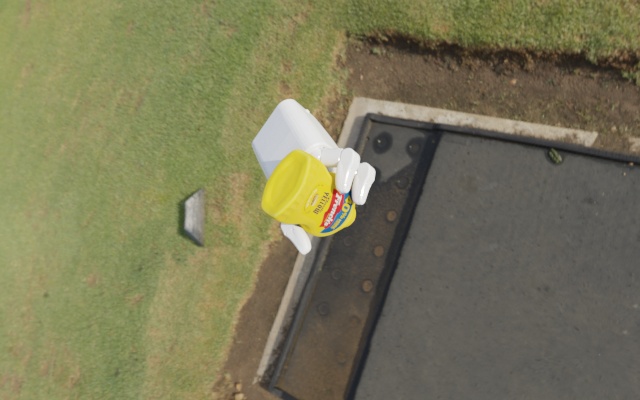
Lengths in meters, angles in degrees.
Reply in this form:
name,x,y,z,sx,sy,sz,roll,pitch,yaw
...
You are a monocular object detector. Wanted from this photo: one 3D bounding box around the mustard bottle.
name,x,y,z,sx,sy,sz,roll,pitch,yaw
mustard bottle,0.000,0.002,0.686,0.058,0.096,0.192,30,0,34
